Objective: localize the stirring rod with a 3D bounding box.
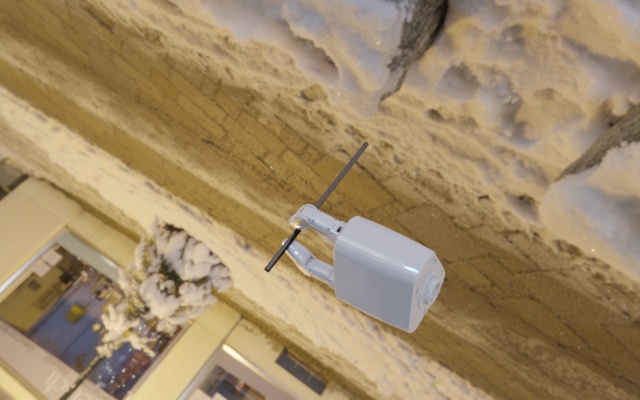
[{"bbox_3d":[0.000,0.002,0.647,0.011,0.239,0.011,30,-26,17],"label":"stirring rod"}]
